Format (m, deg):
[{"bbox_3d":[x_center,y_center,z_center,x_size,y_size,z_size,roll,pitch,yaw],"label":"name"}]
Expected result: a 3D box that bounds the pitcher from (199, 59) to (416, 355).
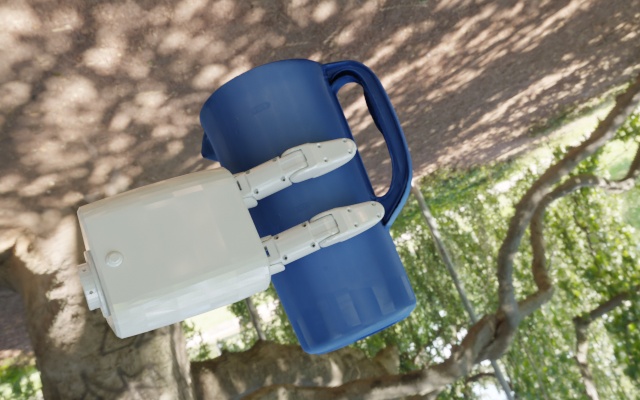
[{"bbox_3d":[0.000,0.001,0.434,0.145,0.242,0.149,-17,-13,-29],"label":"pitcher"}]
